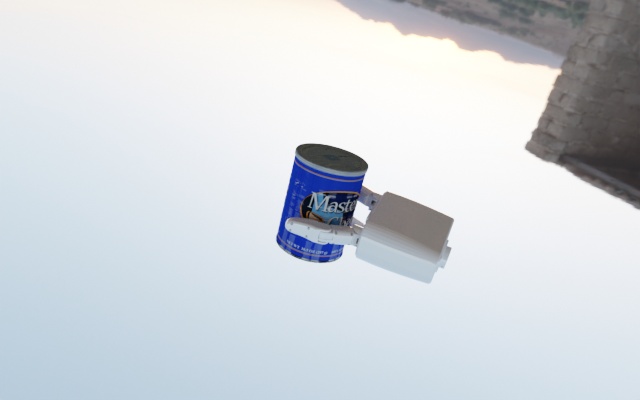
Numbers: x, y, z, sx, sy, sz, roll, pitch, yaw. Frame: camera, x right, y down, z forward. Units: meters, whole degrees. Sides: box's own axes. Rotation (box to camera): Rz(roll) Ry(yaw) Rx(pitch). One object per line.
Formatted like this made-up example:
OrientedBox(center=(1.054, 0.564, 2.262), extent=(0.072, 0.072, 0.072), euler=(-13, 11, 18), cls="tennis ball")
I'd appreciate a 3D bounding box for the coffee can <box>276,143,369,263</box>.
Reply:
OrientedBox(center=(0.000, 0.002, 0.676), extent=(0.103, 0.140, 0.102), euler=(12, 23, -5), cls="coffee can")
